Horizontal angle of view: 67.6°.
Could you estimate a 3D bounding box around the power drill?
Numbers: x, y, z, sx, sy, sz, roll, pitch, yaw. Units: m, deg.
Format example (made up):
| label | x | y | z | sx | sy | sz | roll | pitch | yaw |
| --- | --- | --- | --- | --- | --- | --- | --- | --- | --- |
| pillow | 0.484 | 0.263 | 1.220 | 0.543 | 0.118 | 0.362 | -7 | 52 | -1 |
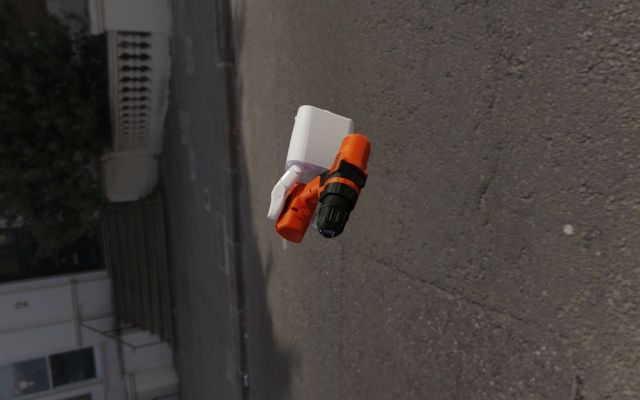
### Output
| label | x | y | z | sx | sy | sz | roll | pitch | yaw |
| --- | --- | --- | --- | --- | --- | --- | --- | --- | --- |
| power drill | 0.000 | 0.002 | 0.747 | 0.057 | 0.184 | 0.188 | 35 | -37 | -17 |
